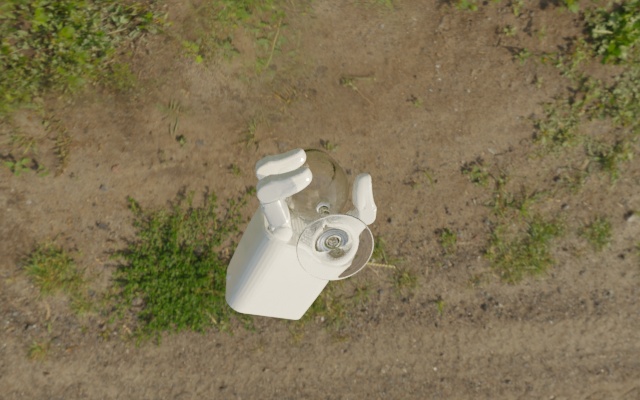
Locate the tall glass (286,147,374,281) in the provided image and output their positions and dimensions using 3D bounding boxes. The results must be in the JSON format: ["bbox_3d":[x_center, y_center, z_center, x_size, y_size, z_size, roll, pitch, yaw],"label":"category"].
[{"bbox_3d":[0.000,0.002,0.538,0.079,0.079,0.201,0,26,-9],"label":"tall glass"}]
